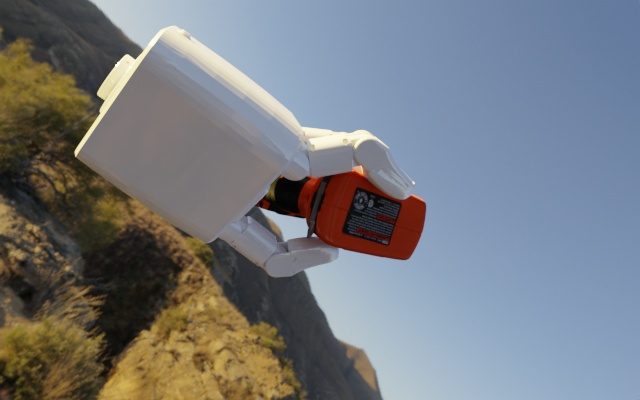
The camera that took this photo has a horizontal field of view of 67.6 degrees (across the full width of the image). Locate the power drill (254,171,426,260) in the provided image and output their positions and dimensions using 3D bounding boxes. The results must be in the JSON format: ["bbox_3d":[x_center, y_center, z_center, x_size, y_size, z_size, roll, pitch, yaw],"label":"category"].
[{"bbox_3d":[0.000,0.001,0.435,0.184,0.057,0.187,15,0,-39],"label":"power drill"}]
